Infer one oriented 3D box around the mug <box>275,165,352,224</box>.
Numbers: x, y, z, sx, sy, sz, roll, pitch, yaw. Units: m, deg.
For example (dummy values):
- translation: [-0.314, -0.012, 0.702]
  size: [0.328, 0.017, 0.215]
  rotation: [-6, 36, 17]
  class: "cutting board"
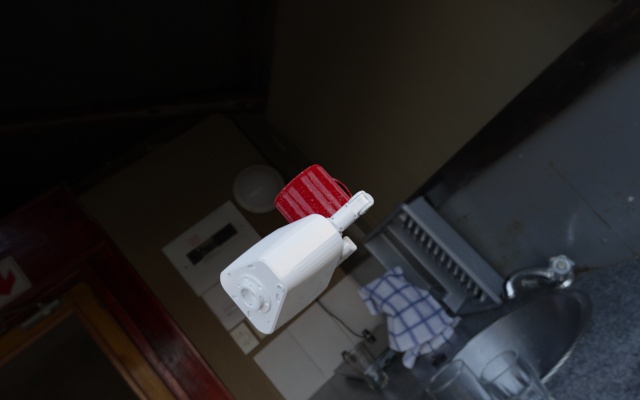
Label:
- translation: [0.001, 0.001, 0.646]
  size: [0.117, 0.081, 0.093]
  rotation: [-35, -9, -46]
  class: "mug"
